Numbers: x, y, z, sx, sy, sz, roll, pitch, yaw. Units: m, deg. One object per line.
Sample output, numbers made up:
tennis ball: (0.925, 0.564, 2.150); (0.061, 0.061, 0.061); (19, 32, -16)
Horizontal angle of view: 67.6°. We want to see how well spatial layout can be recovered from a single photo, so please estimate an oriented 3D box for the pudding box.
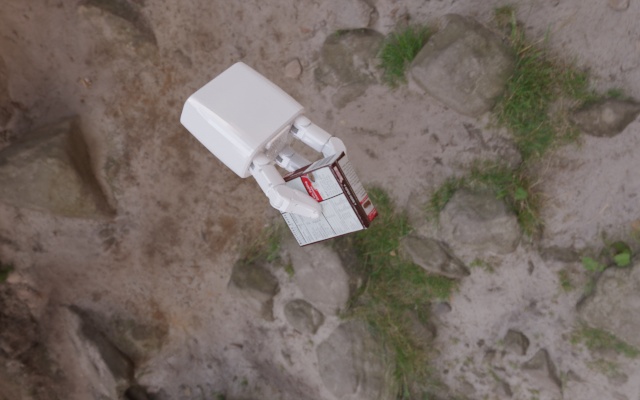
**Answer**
pudding box: (0.000, 0.002, 0.576); (0.113, 0.090, 0.039); (-18, 18, 42)
